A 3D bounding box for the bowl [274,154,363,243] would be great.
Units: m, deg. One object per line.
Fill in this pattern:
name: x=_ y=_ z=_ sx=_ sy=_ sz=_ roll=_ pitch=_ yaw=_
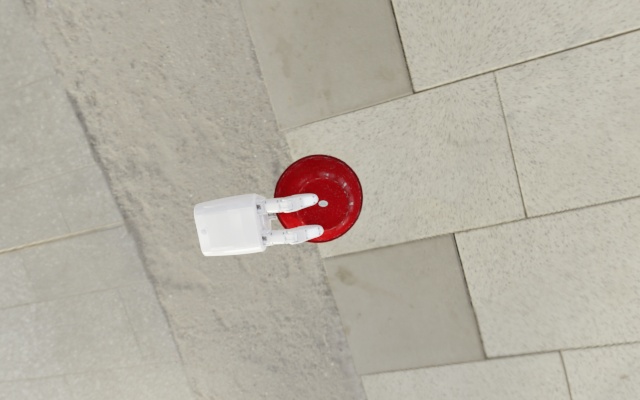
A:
bowl: x=0.001 y=0.002 z=0.826 sx=0.162 sy=0.162 sz=0.055 roll=0 pitch=11 yaw=-7
